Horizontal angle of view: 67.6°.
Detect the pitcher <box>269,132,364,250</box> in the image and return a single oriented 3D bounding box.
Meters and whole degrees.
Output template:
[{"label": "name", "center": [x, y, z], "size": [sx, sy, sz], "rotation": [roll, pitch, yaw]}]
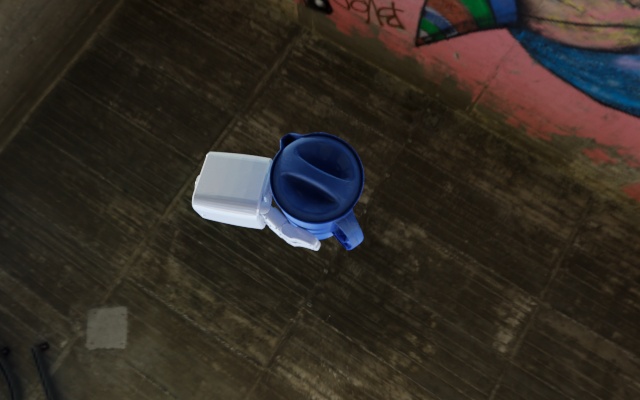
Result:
[{"label": "pitcher", "center": [0.000, 0.002, 0.775], "size": [0.145, 0.149, 0.243], "rotation": [9, -13, 2]}]
